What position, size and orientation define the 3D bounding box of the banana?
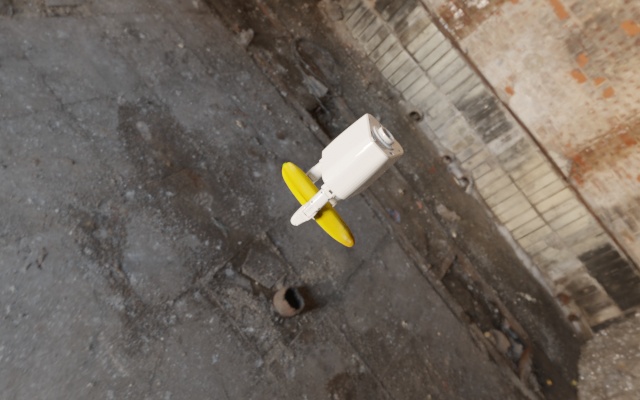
[{"bbox_3d":[-0.008,0.000,0.824,0.037,0.197,0.069,-42,-14,15],"label":"banana"}]
